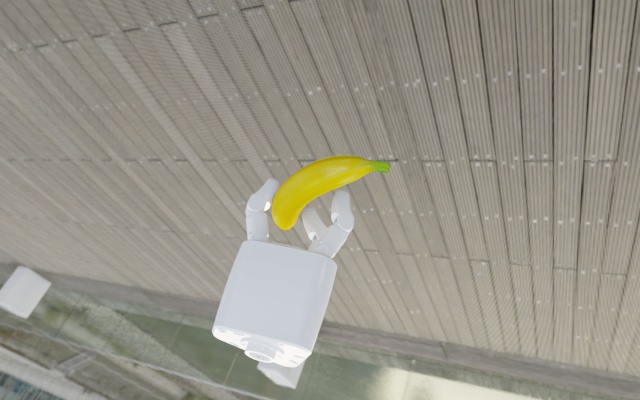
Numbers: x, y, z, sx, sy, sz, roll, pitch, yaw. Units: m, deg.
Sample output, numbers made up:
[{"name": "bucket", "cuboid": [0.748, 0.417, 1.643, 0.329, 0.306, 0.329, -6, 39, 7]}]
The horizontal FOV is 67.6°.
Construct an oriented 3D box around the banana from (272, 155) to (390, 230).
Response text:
[{"name": "banana", "cuboid": [-0.012, -0.008, 0.560, 0.070, 0.037, 0.198, 31, -38, -27]}]
